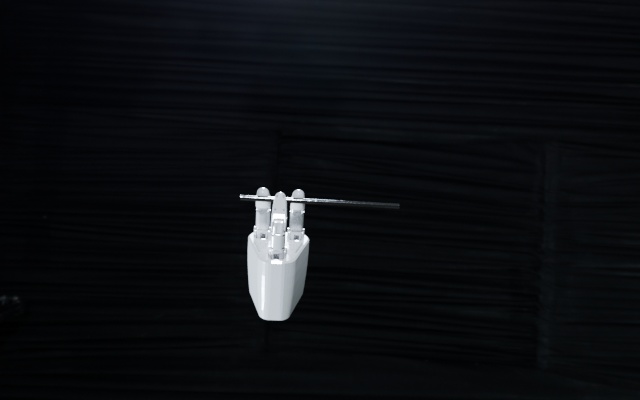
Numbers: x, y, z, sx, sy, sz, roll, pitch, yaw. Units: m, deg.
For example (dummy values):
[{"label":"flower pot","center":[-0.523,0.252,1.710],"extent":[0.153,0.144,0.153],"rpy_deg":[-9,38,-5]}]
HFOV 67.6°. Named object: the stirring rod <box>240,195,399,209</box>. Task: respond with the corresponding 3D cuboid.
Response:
[{"label":"stirring rod","center":[0.000,0.002,0.723],"extent":[0.239,0.011,0.011],"rpy_deg":[3,0,-4]}]
